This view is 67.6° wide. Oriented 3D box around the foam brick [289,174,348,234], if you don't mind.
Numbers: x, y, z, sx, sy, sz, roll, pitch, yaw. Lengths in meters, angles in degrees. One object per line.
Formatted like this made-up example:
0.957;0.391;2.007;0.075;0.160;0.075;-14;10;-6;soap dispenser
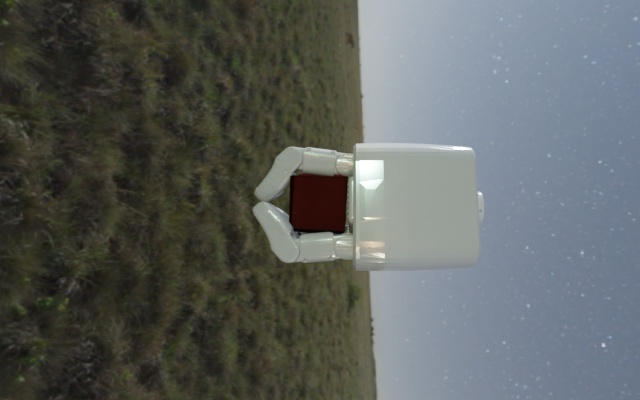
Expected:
0.000;0.001;0.462;0.051;0.053;0.078;2;5;4;foam brick
